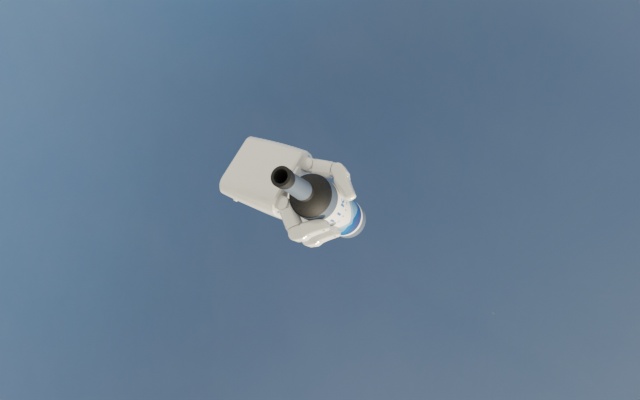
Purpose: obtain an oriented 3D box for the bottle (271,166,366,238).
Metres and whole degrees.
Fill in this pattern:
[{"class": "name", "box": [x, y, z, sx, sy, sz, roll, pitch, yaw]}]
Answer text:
[{"class": "bottle", "box": [0.000, 0.002, 0.717, 0.069, 0.069, 0.296, 0, -13, 20]}]
